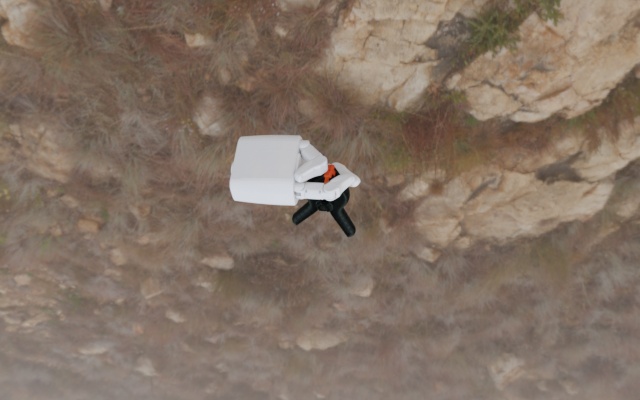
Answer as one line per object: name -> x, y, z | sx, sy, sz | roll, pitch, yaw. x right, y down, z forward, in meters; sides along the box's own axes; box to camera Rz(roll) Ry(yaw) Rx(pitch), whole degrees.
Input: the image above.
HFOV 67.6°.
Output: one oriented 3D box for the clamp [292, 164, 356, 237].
clamp -> 0.000, 0.003, 0.842 | 0.120, 0.039, 0.172 | 2, -42, 9
